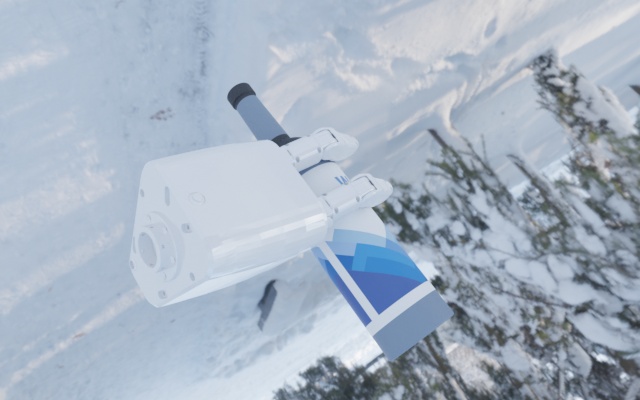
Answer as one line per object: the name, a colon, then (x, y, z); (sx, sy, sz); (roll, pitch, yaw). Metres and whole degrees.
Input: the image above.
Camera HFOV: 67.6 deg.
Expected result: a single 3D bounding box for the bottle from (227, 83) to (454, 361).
bottle: (0.000, 0.002, 0.439); (0.069, 0.295, 0.069); (-33, -19, -13)
